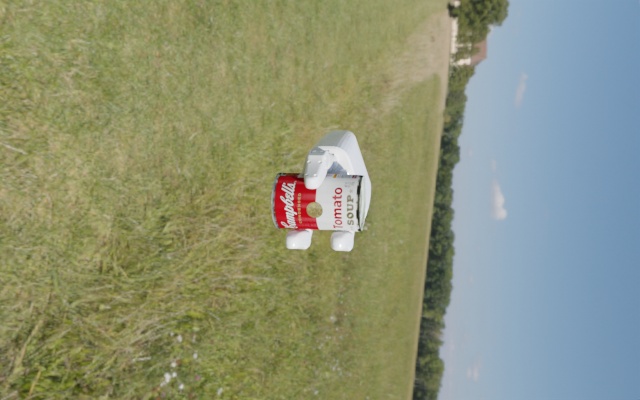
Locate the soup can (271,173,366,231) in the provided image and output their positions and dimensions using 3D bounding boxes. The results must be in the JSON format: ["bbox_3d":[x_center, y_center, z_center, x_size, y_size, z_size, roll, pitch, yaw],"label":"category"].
[{"bbox_3d":[0.000,0.002,0.565,0.102,0.068,0.068,2,0,11],"label":"soup can"}]
